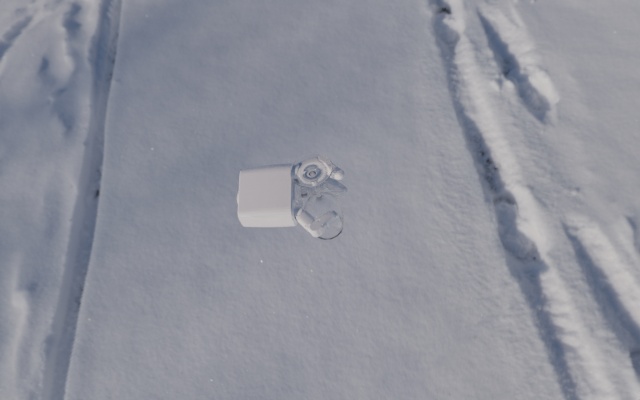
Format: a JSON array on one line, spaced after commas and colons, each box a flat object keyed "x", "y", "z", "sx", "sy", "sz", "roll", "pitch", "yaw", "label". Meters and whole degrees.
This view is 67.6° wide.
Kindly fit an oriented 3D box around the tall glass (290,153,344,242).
[{"x": 0.000, "y": 0.003, "z": 0.899, "sx": 0.079, "sy": 0.079, "sz": 0.201, "roll": 0, "pitch": -34, "yaw": 12, "label": "tall glass"}]
